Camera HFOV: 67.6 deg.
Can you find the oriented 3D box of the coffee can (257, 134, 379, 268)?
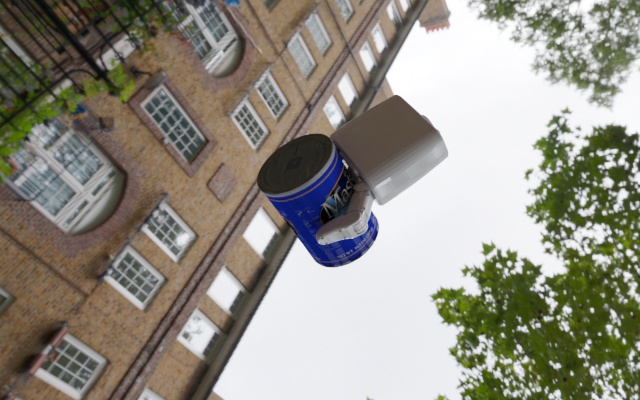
[{"bbox_3d":[0.000,0.002,0.601,0.103,0.102,0.140,0,-43,38],"label":"coffee can"}]
